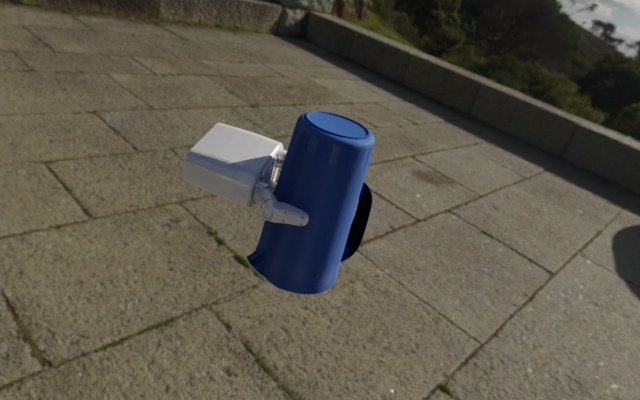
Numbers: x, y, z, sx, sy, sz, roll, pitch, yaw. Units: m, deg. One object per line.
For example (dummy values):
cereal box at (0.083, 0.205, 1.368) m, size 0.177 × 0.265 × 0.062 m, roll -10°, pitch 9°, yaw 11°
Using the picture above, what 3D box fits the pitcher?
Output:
pitcher at (0.000, 0.002, 0.691) m, size 0.145 × 0.243 × 0.149 m, roll 22°, pitch 27°, yaw 8°
